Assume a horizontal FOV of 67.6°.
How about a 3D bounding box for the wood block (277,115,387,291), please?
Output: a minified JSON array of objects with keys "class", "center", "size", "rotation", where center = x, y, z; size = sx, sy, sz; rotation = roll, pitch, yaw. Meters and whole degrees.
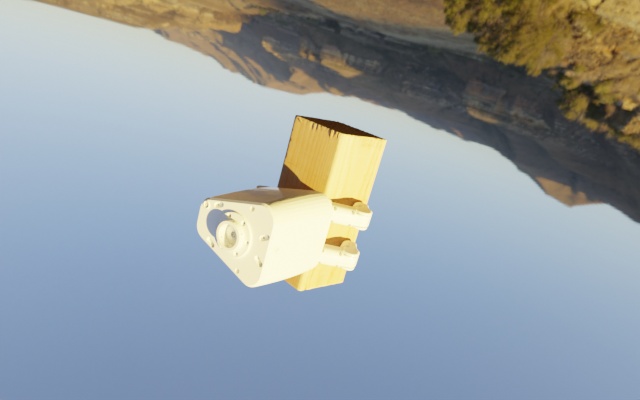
[{"class":"wood block","center":[0.000,0.002,0.633],"size":[0.090,0.206,0.090],"rotation":[-1,23,-47]}]
